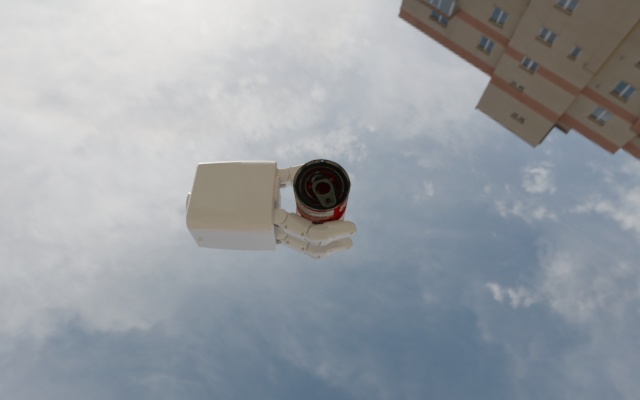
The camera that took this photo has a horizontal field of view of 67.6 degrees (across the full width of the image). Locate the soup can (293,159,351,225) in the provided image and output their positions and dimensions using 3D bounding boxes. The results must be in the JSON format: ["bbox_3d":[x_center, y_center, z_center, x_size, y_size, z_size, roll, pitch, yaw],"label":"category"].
[{"bbox_3d":[0.001,0.002,0.606,0.068,0.068,0.102,0,-25,-2],"label":"soup can"}]
